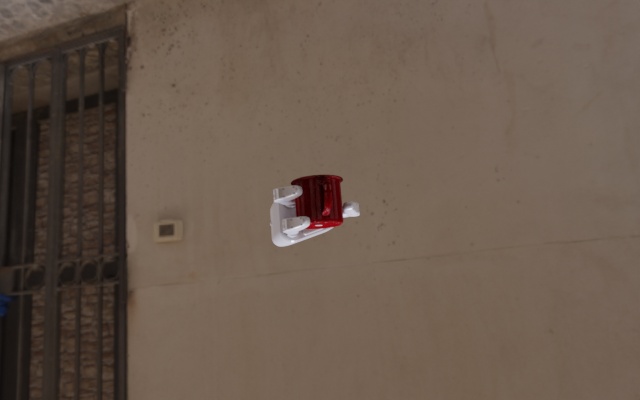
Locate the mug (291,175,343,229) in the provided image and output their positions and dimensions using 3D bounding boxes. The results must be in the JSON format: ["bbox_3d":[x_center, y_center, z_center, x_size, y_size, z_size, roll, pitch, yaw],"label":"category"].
[{"bbox_3d":[0.001,0.003,0.825,0.093,0.081,0.117,-1,-11,-17],"label":"mug"}]
